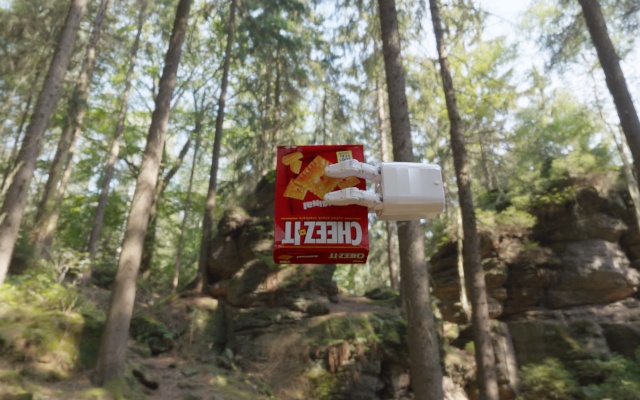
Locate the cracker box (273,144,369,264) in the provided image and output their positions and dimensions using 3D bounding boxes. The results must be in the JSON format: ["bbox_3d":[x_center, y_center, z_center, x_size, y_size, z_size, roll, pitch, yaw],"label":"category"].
[{"bbox_3d":[0.000,0.003,0.859,0.164,0.213,0.072,0,-28,-1],"label":"cracker box"}]
